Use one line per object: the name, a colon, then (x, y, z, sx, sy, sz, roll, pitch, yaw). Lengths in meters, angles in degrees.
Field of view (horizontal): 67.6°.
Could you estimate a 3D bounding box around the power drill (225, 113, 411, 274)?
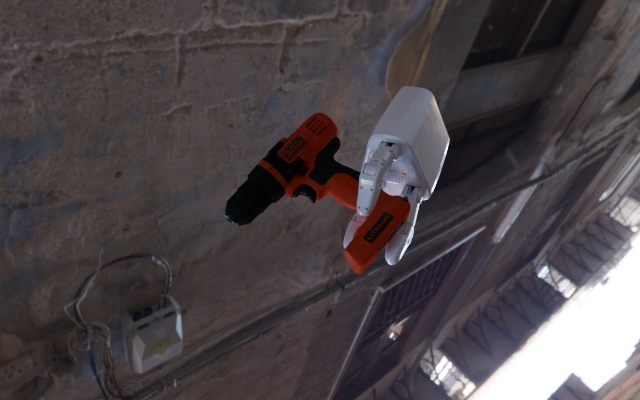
power drill: (0.001, 0.002, 0.587, 0.187, 0.184, 0.057, 40, -11, 13)
